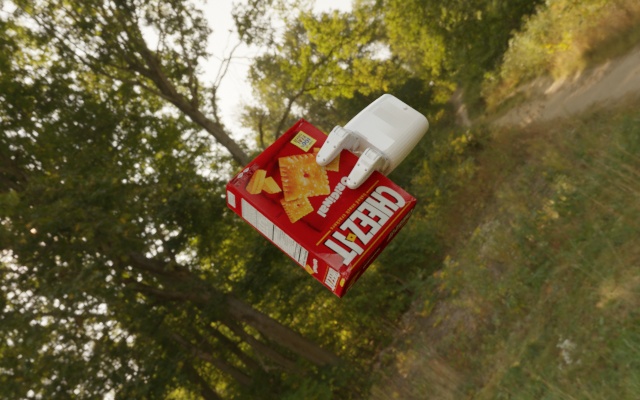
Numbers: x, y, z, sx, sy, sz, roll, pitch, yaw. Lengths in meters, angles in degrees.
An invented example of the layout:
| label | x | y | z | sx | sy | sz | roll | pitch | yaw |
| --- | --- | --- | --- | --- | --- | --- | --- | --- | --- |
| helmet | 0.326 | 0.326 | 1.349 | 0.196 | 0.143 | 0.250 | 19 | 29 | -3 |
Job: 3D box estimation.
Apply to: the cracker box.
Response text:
| label | x | y | z | sx | sy | sz | roll | pitch | yaw |
| --- | --- | --- | --- | --- | --- | --- | --- | --- | --- |
| cracker box | 0.000 | 0.002 | 0.671 | 0.213 | 0.164 | 0.072 | 37 | -28 | 16 |
